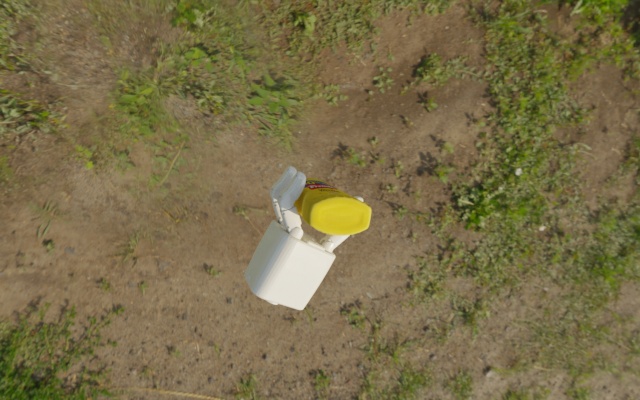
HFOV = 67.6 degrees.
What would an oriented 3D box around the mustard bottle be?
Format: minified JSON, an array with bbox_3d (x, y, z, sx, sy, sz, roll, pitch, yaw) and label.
[{"bbox_3d":[0.000,0.002,0.756,0.096,0.058,0.191,3,12,-19],"label":"mustard bottle"}]
